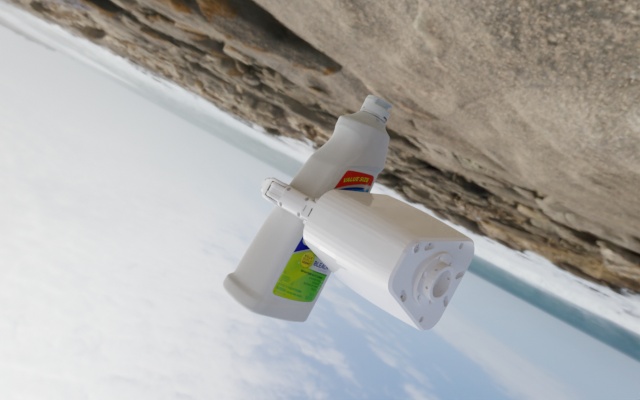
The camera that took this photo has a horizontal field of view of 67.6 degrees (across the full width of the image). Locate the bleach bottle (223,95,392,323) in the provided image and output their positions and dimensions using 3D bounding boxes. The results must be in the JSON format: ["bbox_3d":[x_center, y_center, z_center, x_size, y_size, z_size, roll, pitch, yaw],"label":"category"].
[{"bbox_3d":[0.000,0.002,0.506,0.068,0.251,0.102,28,1,43],"label":"bleach bottle"}]
